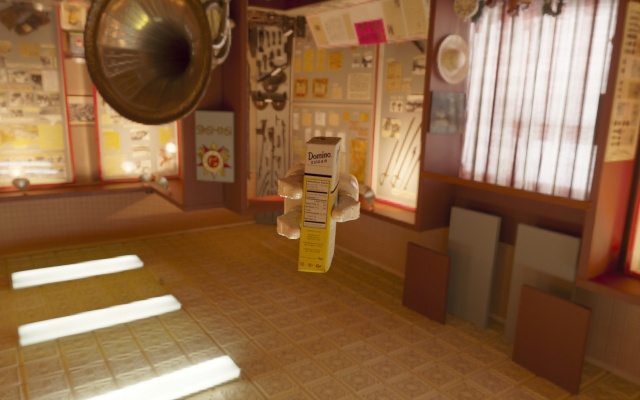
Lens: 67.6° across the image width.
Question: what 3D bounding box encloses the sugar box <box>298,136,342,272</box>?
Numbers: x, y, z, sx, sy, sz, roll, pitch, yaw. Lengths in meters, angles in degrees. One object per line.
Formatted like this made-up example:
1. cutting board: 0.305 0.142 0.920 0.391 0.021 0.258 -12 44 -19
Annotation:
1. sugar box: 0.000 0.002 0.664 0.048 0.176 0.093 3 13 7
